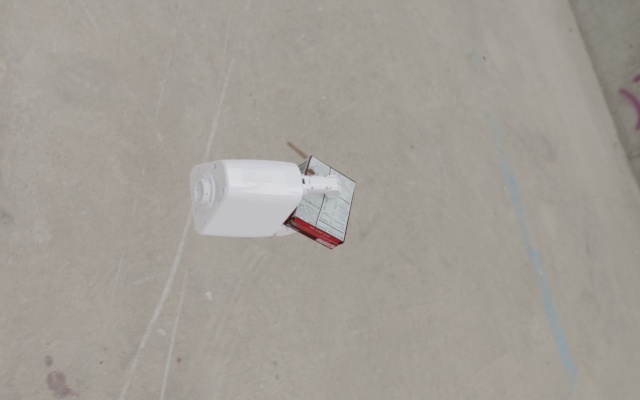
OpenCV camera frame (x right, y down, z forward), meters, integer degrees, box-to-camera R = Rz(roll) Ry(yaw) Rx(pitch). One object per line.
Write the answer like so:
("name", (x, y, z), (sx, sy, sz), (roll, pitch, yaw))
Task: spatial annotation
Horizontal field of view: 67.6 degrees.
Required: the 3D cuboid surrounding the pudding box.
("pudding box", (0.000, 0.002, 0.697), (0.090, 0.113, 0.039), (30, -35, -24))
